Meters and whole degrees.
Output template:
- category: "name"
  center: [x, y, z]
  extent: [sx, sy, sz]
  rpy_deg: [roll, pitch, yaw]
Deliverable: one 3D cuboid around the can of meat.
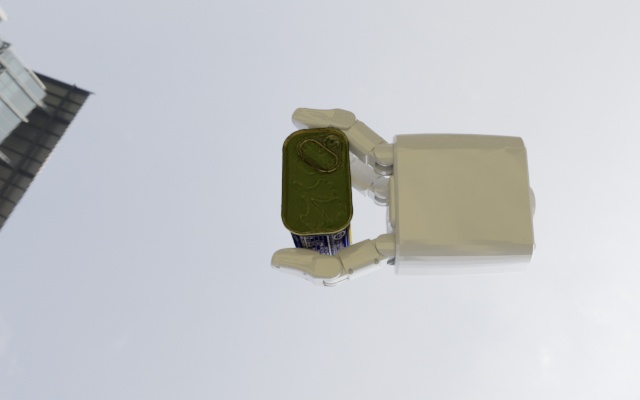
- category: "can of meat"
  center: [0.000, 0.002, 0.424]
  extent: [0.057, 0.102, 0.084]
  rpy_deg: [-4, -30, 4]
